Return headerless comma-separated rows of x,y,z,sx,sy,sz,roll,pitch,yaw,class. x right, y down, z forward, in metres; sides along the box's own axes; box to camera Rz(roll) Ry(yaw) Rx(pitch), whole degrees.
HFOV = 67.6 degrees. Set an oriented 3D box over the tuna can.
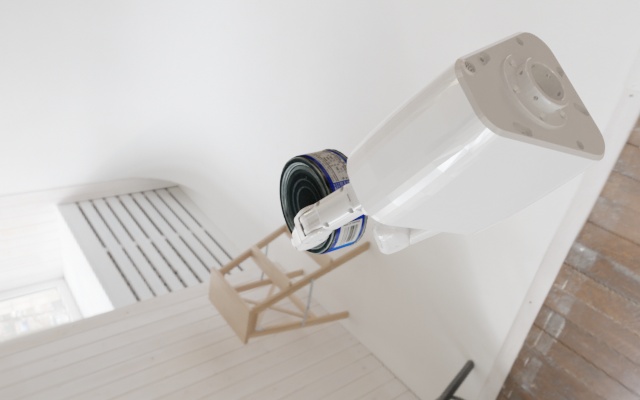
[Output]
0.000,0.001,0.402,0.034,0.086,0.086,-15,8,-33,tuna can
